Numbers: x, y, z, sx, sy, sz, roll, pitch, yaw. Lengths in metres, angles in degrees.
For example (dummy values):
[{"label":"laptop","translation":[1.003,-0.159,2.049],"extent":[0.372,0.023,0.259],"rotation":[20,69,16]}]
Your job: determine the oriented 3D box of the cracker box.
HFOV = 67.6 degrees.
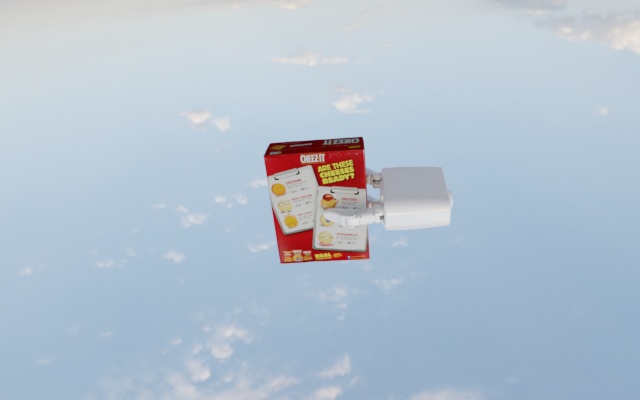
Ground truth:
[{"label":"cracker box","translation":[0.000,0.003,0.830],"extent":[0.164,0.214,0.072],"rotation":[-3,28,5]}]
